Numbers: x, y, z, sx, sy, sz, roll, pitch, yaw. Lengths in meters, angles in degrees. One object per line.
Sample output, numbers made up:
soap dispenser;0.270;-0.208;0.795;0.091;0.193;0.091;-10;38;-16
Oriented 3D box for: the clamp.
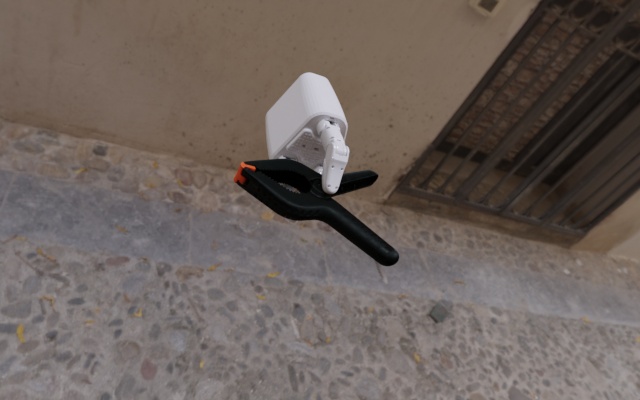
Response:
clamp;0.000;0.001;0.581;0.210;0.036;0.164;12;39;-25
